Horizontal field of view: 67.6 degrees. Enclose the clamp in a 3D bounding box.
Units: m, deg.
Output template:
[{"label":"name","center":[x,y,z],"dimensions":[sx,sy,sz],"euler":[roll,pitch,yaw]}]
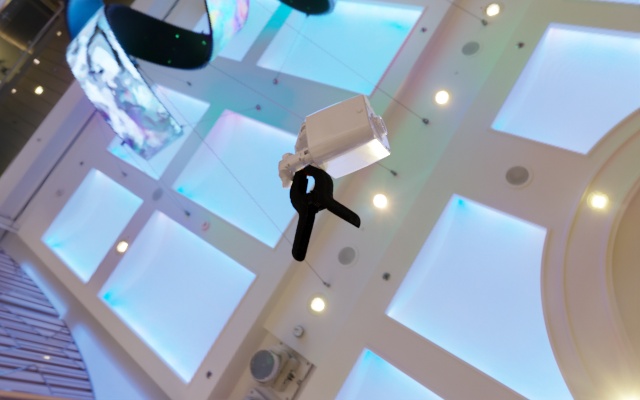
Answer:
[{"label":"clamp","center":[0.000,0.003,0.752],"dimensions":[0.120,0.171,0.039],"euler":[-21,-34,19]}]
